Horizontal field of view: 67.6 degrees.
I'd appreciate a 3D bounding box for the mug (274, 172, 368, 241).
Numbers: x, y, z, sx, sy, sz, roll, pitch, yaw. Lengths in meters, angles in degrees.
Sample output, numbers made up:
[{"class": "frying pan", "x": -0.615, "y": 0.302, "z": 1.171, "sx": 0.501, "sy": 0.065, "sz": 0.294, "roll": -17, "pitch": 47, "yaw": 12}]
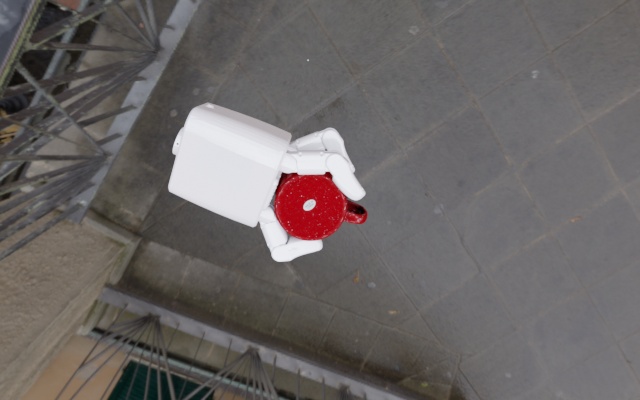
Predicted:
[{"class": "mug", "x": 0.001, "y": 0.003, "z": 0.563, "sx": 0.117, "sy": 0.093, "sz": 0.081, "roll": 22, "pitch": 15, "yaw": -6}]
